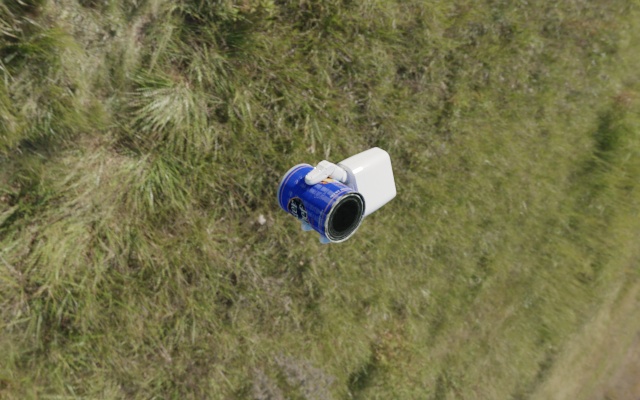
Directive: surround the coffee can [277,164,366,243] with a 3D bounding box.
[{"bbox_3d":[0.000,0.003,0.900,0.103,0.103,0.140,0,24,-46],"label":"coffee can"}]
